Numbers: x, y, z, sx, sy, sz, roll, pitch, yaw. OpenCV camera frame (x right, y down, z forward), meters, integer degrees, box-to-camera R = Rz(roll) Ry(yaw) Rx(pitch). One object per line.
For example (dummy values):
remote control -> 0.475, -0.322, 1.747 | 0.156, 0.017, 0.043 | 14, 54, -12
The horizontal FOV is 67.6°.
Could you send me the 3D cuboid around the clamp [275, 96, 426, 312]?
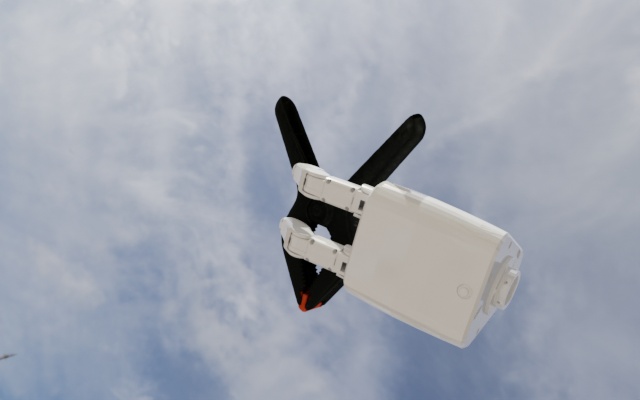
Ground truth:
clamp -> 0.001, 0.002, 0.463 | 0.164, 0.210, 0.036 | 25, 16, 35
